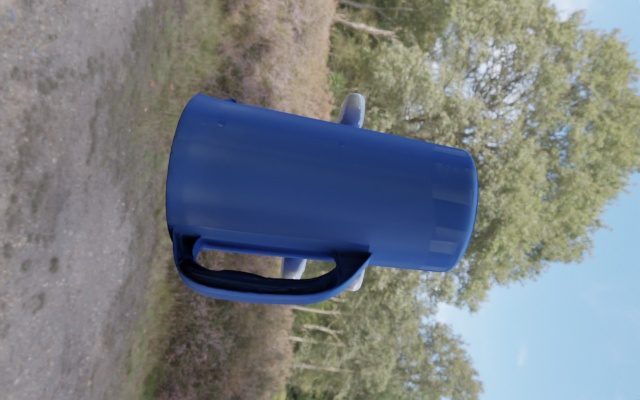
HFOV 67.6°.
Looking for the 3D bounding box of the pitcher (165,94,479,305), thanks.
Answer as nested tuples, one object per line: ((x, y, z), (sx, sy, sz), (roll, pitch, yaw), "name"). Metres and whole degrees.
((0.000, 0.001, 0.408), (0.243, 0.149, 0.145), (9, 12, 0), "pitcher")
